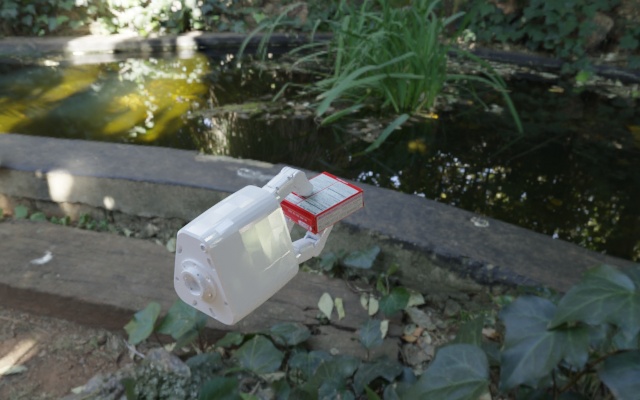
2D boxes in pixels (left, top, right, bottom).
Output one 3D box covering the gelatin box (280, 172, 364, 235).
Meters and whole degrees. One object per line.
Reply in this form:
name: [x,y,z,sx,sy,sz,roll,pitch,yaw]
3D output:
gelatin box: [0.000,0.001,0.619,0.089,0.030,0.073,-29,40,-33]
